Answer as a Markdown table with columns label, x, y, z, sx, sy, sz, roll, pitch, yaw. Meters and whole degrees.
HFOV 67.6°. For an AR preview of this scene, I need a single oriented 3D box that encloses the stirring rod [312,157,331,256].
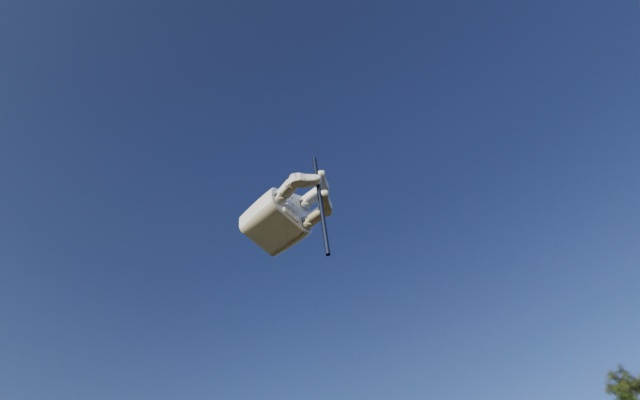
| label | x | y | z | sx | sy | sz | roll | pitch | yaw |
| --- | --- | --- | --- | --- | --- | --- | --- | --- | --- |
| stirring rod | 0.000 | 0.003 | 0.871 | 0.011 | 0.239 | 0.011 | -4 | -43 | -4 |
